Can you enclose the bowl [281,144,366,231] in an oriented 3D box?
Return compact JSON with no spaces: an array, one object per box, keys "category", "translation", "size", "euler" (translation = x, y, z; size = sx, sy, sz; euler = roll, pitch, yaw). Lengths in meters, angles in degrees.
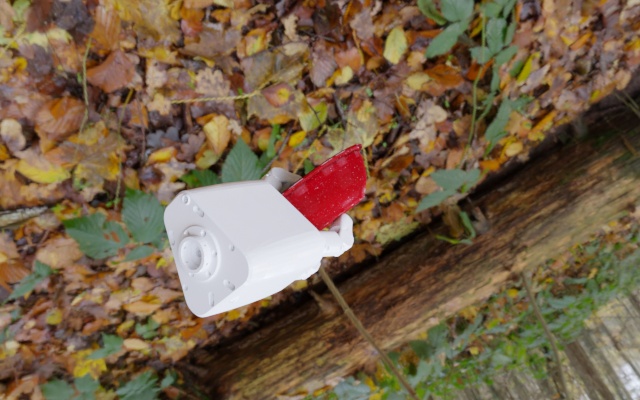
[{"category":"bowl","translation":[0.001,0.002,0.575],"size":[0.162,0.055,0.162],"euler":[-37,-4,-3]}]
